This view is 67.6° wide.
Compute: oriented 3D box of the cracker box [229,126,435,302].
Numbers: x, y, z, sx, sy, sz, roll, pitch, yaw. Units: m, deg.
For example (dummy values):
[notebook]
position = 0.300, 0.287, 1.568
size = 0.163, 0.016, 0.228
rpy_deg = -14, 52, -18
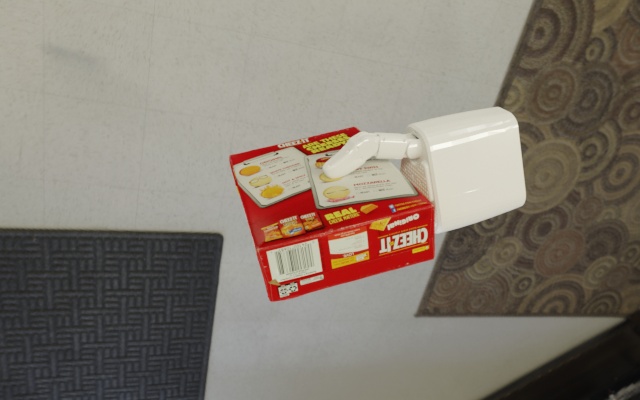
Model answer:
[cracker box]
position = 0.000, 0.002, 0.511
size = 0.164, 0.072, 0.213
rpy_deg = -14, 30, -10
